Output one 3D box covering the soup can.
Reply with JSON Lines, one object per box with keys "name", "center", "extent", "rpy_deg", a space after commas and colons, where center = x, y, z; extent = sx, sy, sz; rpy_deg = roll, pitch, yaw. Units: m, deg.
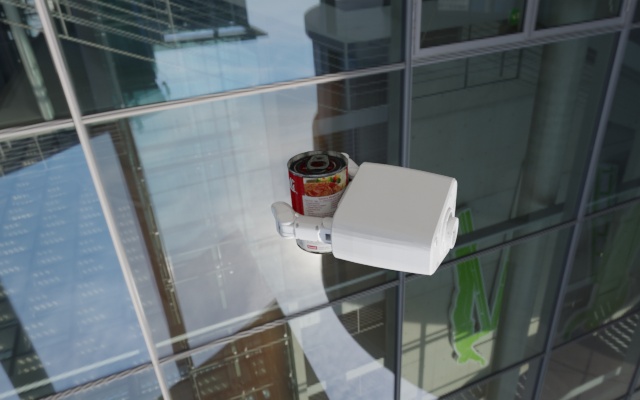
{"name": "soup can", "center": [0.000, 0.002, 0.548], "extent": [0.068, 0.102, 0.068], "rpy_deg": [-3, 29, 2]}
